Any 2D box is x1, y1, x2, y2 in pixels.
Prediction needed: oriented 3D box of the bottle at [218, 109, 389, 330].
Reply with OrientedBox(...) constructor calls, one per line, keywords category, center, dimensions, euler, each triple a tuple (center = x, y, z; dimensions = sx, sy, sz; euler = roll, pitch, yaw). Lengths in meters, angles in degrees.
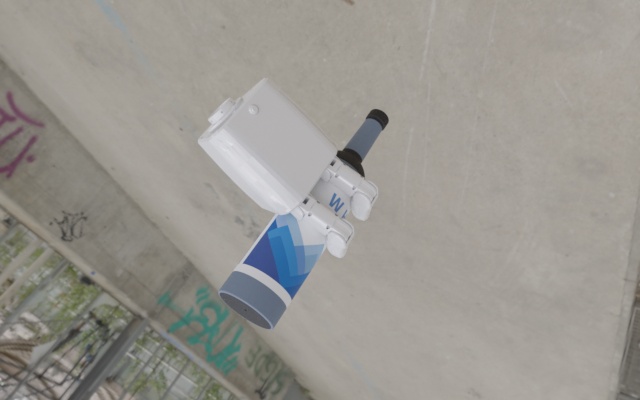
OrientedBox(category="bottle", center=(0.000, 0.002, 0.539), dimensions=(0.069, 0.295, 0.069), euler=(27, -28, 15))
